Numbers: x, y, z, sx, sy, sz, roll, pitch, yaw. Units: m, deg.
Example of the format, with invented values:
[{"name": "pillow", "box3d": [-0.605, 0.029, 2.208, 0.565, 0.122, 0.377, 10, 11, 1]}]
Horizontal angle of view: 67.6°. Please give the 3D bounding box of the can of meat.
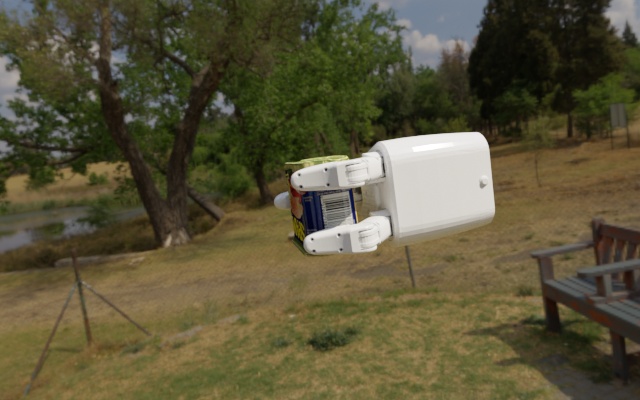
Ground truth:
[{"name": "can of meat", "box3d": [0.000, 0.001, 0.460, 0.057, 0.084, 0.102, -9, 7, -11]}]
